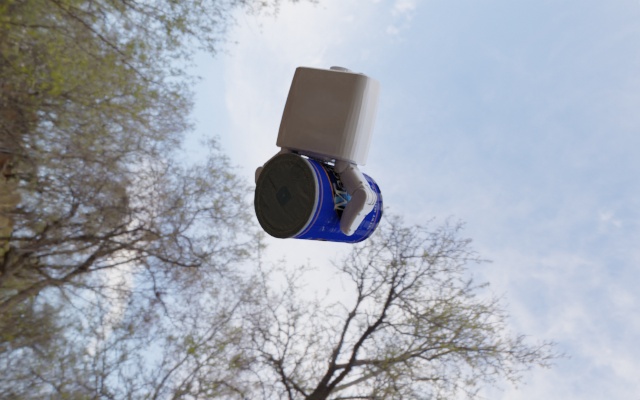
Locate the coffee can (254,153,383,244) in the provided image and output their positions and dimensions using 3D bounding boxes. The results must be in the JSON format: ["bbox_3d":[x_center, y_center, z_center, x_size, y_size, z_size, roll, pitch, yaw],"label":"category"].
[{"bbox_3d":[0.000,0.002,0.616,0.103,0.103,0.140,0,-7,40],"label":"coffee can"}]
